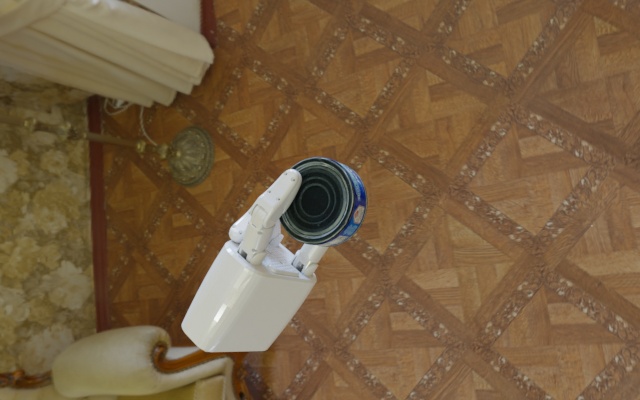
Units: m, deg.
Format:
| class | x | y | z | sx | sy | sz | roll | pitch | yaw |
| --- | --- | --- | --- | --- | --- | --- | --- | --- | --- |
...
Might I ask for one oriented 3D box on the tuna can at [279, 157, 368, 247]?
| class | x | y | z | sx | sy | sz | roll | pitch | yaw |
| --- | --- | --- | --- | --- | --- | --- | --- | --- | --- |
| tuna can | 0.000 | 0.001 | 0.464 | 0.086 | 0.086 | 0.034 | 0 | -7 | 26 |
